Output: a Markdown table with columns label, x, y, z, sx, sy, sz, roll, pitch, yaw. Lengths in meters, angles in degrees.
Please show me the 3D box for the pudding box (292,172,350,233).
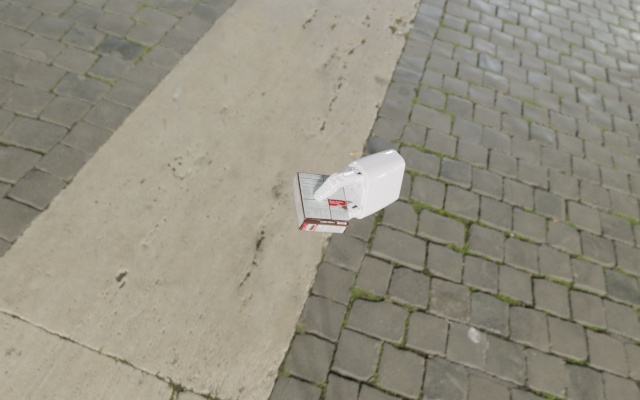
| label | x | y | z | sx | sy | sz | roll | pitch | yaw |
| --- | --- | --- | --- | --- | --- | --- | --- | --- | --- |
| pudding box | 0.000 | 0.003 | 0.876 | 0.090 | 0.113 | 0.039 | 4 | -41 | -18 |
